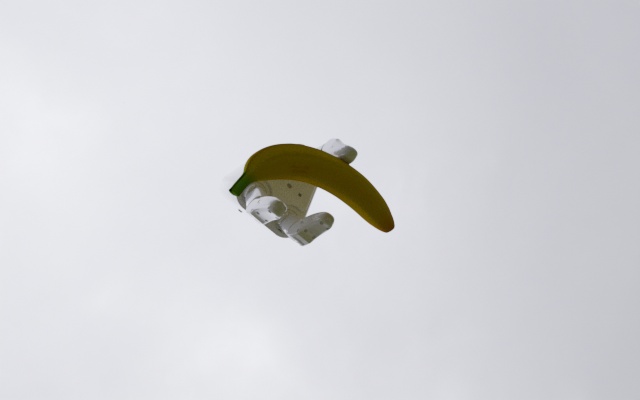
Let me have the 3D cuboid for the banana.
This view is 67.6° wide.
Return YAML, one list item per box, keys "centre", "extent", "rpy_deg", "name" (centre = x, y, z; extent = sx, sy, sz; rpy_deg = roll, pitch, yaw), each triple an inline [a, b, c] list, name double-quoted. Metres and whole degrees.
- centre: [0.001, -0.017, 0.500]
  extent: [0.198, 0.069, 0.037]
  rpy_deg: [14, -5, -28]
  name: "banana"
